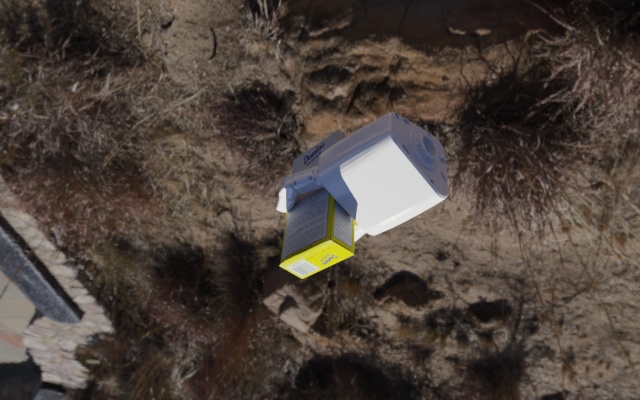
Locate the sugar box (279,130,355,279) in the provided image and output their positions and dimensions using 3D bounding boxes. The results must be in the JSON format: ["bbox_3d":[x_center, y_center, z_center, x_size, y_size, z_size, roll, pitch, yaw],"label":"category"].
[{"bbox_3d":[0.001,0.002,0.610,0.048,0.176,0.093,35,-46,-30],"label":"sugar box"}]
